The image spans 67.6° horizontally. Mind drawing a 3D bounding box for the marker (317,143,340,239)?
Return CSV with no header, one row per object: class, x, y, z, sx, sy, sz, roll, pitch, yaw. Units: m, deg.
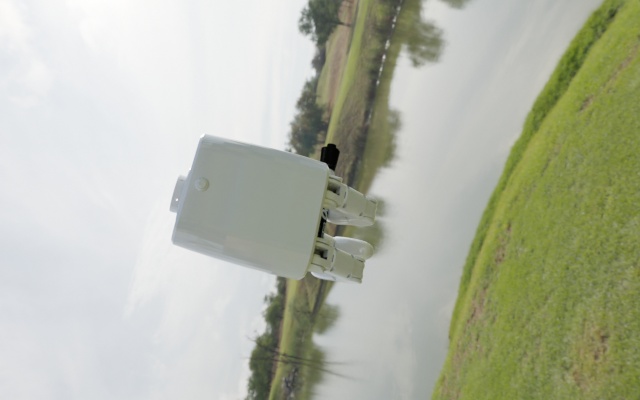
marker,0.000,0.002,0.453,0.020,0.121,0.020,10,-17,3
